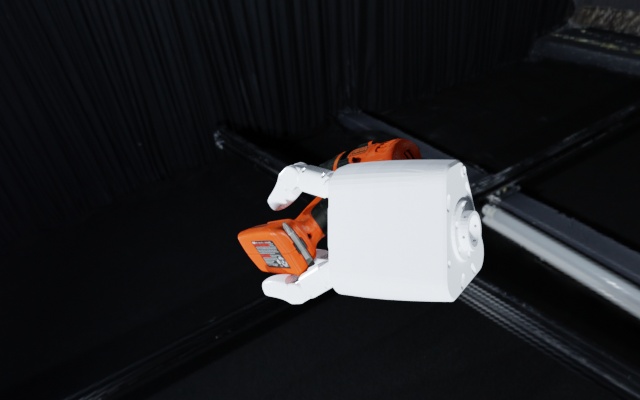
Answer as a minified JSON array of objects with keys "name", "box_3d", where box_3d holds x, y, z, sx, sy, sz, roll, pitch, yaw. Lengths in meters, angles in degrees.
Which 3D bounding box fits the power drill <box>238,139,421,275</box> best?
[{"name":"power drill","box_3d":[0.000,0.002,0.535,0.187,0.057,0.184,-42,14,-27]}]
